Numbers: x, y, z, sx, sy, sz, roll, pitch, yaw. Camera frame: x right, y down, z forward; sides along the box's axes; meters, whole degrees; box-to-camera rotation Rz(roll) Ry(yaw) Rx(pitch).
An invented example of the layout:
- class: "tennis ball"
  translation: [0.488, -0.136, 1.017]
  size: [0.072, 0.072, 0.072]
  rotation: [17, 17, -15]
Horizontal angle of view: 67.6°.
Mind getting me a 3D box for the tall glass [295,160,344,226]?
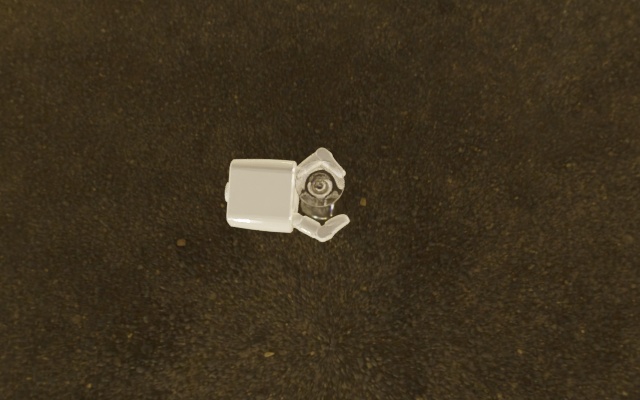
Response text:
- class: "tall glass"
  translation: [0.000, 0.003, 0.807]
  size: [0.079, 0.079, 0.201]
  rotation: [0, -17, 1]
